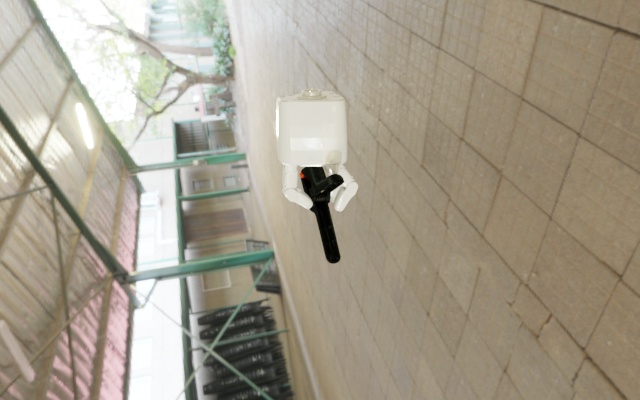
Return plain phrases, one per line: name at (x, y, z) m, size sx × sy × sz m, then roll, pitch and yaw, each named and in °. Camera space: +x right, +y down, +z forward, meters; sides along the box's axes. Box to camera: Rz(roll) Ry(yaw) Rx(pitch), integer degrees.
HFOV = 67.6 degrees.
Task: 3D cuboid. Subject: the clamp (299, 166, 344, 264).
clamp at (-0.001, 0.002, 0.854) m, size 0.036 × 0.165 × 0.210 m, roll -6°, pitch 23°, yaw -15°
